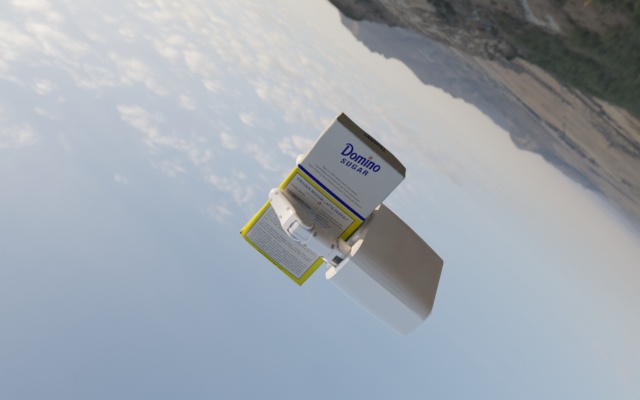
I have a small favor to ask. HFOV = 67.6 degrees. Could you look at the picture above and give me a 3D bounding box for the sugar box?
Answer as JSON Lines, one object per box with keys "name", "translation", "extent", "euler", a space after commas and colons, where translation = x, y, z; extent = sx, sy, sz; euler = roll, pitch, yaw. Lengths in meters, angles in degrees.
{"name": "sugar box", "translation": [0.000, 0.002, 0.516], "extent": [0.093, 0.176, 0.048], "euler": [41, 22, -4]}
